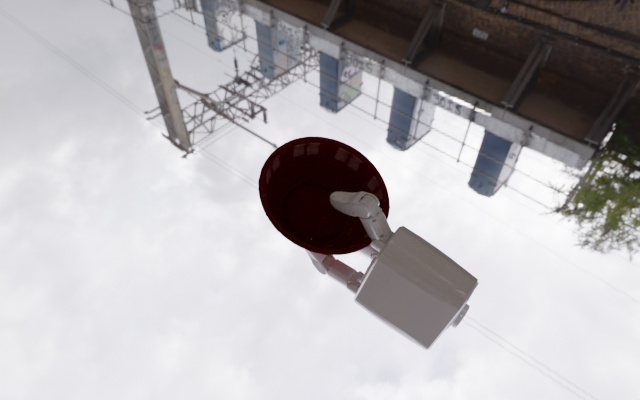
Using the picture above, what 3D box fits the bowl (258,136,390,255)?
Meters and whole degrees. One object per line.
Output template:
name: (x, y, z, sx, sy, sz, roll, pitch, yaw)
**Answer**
bowl: (-0.001, 0.001, 0.586, 0.162, 0.162, 0.055, 0, -29, -18)
